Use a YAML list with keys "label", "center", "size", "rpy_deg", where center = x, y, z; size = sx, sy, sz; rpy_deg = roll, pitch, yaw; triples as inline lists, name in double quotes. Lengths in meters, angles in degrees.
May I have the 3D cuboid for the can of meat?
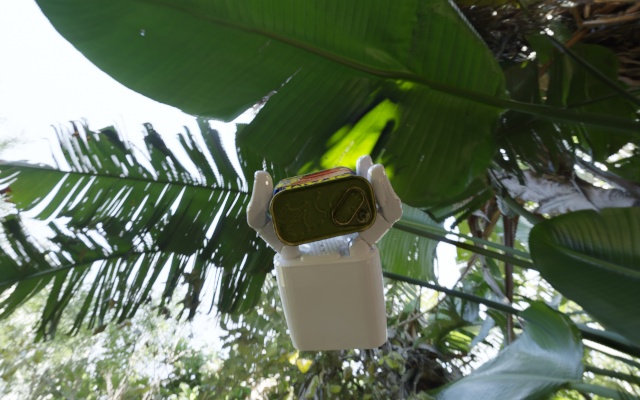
- label: "can of meat"
  center: [0.000, 0.002, 0.500]
  size: [0.102, 0.057, 0.084]
  rpy_deg: [-13, 13, -2]
